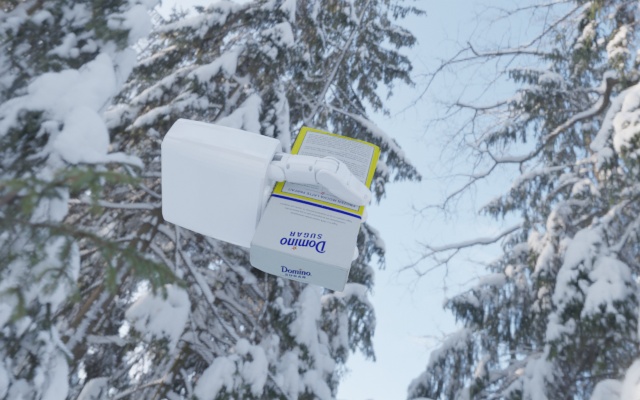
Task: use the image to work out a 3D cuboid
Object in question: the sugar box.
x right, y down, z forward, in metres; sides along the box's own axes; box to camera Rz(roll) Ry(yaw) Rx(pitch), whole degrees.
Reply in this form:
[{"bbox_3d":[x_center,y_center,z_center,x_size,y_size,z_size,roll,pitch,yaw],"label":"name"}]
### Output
[{"bbox_3d":[0.000,0.002,0.488,0.093,0.176,0.048,15,-40,6],"label":"sugar box"}]
